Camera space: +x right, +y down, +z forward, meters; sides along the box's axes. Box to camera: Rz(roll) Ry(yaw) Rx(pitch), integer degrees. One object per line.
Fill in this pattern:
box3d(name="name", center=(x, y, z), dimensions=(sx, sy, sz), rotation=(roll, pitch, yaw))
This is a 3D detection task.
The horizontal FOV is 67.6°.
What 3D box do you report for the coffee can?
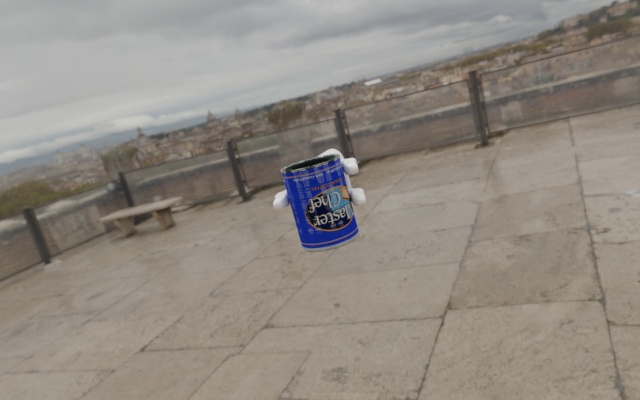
box3d(name="coffee can", center=(0.000, 0.003, 0.802), dimensions=(0.103, 0.140, 0.102), rotation=(-14, 12, 3))
